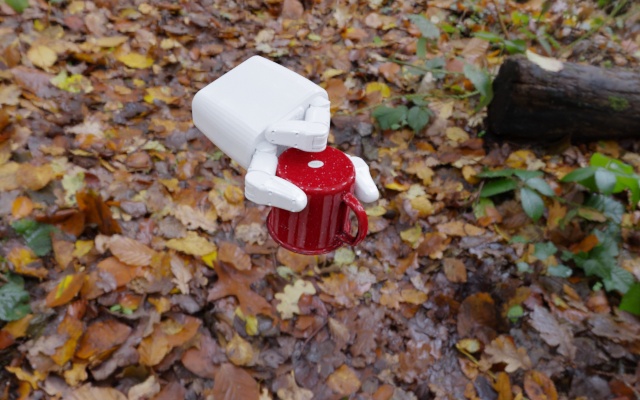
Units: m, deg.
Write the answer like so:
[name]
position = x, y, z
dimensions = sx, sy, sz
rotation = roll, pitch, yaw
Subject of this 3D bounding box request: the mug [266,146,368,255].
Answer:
[mug]
position = 0.001, 0.002, 0.486
dimensions = 0.117, 0.082, 0.093
rotation = 36, 48, 29
